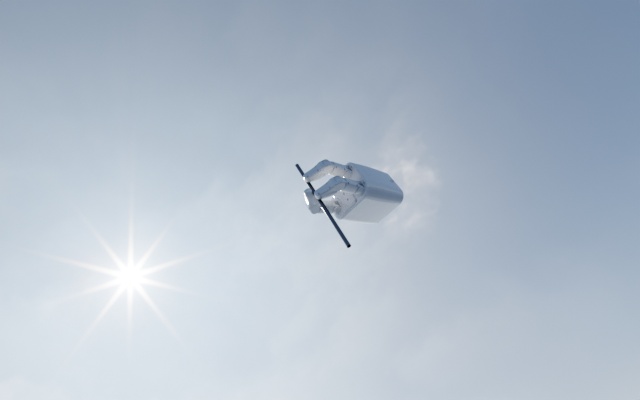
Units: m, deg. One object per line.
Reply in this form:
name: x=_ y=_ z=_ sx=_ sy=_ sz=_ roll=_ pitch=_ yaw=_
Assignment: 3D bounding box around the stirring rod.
stirring rod: x=0.000 y=0.003 z=0.882 sx=0.011 sy=0.011 sz=0.239 roll=0 pitch=38 yaw=-30
